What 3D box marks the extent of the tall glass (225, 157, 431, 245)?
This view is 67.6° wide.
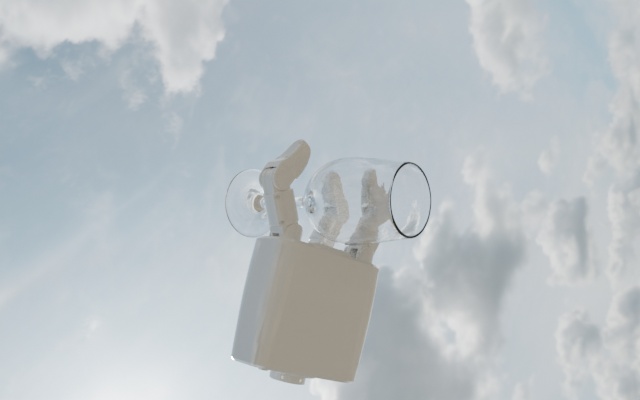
[{"bbox_3d":[0.000,0.001,0.449,0.201,0.079,0.079,-2,-1,43],"label":"tall glass"}]
